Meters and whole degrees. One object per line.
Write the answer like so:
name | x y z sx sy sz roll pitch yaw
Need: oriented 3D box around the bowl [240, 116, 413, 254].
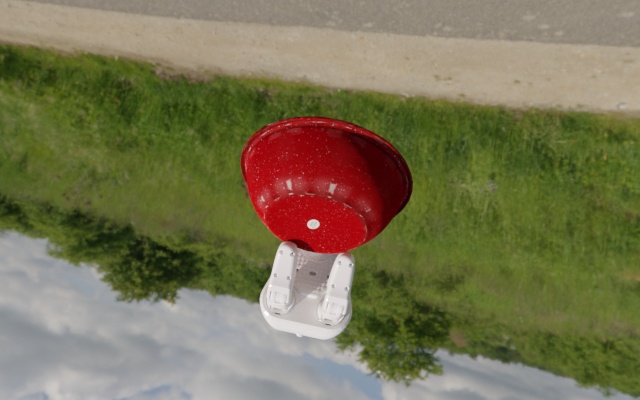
bowl | 0.000 0.001 0.430 0.162 0.055 0.162 8 -37 6
